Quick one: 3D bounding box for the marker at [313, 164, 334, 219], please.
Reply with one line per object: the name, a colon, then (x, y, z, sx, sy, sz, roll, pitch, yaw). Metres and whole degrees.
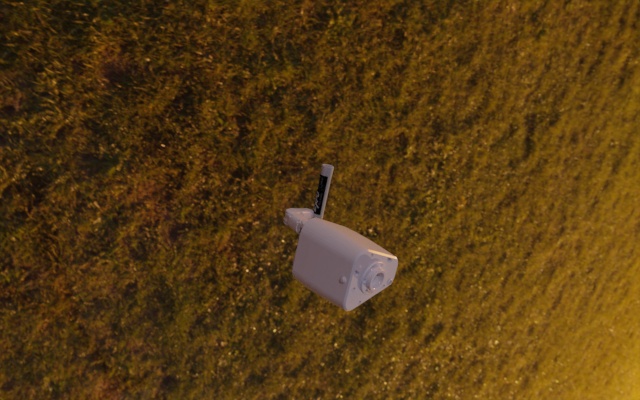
marker: (0.000, 0.002, 0.757, 0.020, 0.121, 0.020, 11, 17, -3)
